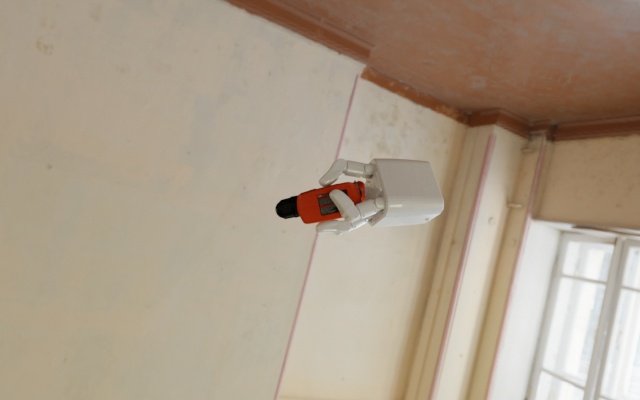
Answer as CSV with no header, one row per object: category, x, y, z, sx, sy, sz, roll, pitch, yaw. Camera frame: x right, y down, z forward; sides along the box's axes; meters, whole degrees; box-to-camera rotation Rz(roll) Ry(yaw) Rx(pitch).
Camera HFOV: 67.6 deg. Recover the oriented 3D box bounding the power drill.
power drill,0.000,0.003,0.869,0.184,0.057,0.187,-14,4,2
